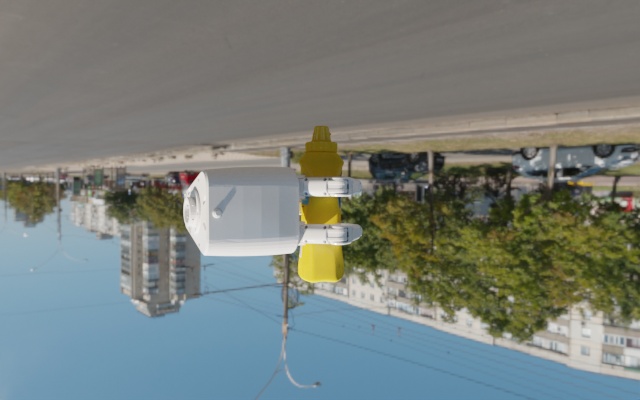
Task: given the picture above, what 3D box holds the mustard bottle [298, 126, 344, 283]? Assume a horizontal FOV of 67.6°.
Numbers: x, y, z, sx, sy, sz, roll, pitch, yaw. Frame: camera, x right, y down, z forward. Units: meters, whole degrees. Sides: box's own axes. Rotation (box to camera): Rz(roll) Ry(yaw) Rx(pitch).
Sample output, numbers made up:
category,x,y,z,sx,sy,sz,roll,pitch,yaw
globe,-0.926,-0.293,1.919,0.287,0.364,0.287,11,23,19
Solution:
category,x,y,z,sx,sy,sz,roll,pitch,yaw
mustard bottle,0.000,0.002,0.607,0.058,0.191,0.096,0,2,-3
